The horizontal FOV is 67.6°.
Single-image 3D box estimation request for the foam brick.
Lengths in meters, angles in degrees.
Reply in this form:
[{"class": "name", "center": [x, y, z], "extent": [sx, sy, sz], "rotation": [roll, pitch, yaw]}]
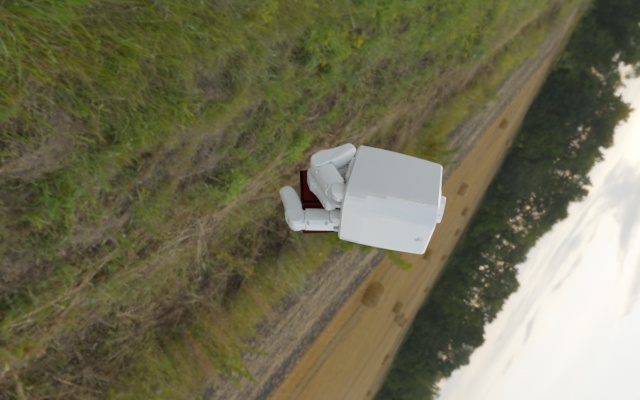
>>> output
[{"class": "foam brick", "center": [0.000, 0.002, 0.629], "extent": [0.051, 0.053, 0.078], "rotation": [-3, -33, -4]}]
